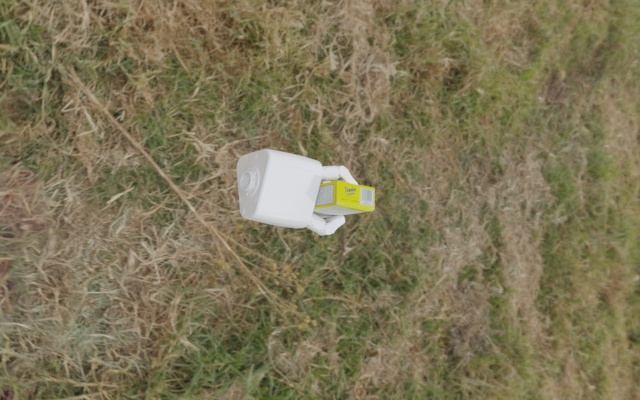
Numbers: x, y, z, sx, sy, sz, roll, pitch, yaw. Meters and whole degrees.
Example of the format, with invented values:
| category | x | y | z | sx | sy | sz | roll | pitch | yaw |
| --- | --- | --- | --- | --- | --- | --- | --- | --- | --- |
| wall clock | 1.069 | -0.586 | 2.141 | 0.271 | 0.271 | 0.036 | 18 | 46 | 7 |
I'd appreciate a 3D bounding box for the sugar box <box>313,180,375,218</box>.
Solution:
| category | x | y | z | sx | sy | sz | roll | pitch | yaw |
| --- | --- | --- | --- | --- | --- | --- | --- | --- | --- |
| sugar box | 0.000 | 0.002 | 0.835 | 0.093 | 0.048 | 0.176 | 10 | -11 | -41 |
